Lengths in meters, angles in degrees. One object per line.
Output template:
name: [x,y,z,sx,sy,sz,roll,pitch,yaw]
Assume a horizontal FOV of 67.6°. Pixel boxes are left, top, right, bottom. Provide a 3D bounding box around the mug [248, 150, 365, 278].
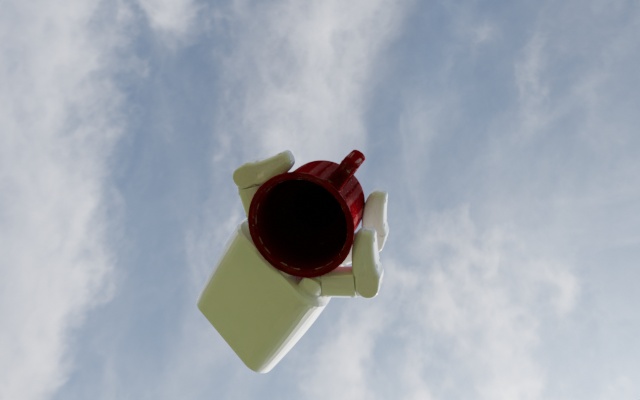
mug: [0.001,0.000,0.426,0.093,0.117,0.081,37,24,3]
